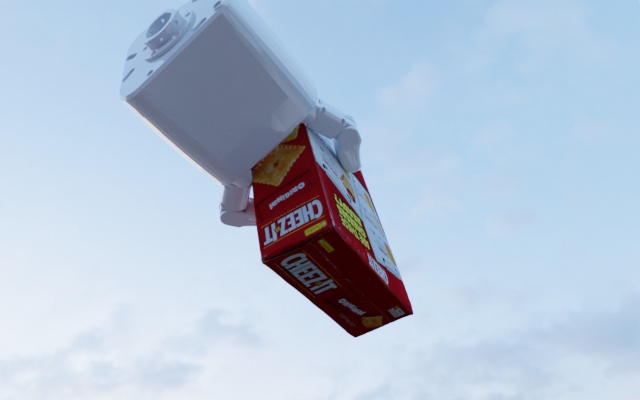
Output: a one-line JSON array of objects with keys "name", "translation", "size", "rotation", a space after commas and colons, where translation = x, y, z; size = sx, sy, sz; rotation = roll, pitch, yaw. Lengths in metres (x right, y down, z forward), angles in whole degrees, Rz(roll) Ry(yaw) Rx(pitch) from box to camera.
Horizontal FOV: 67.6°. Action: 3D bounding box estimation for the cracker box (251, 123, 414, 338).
[{"name": "cracker box", "translation": [0.000, 0.001, 0.463], "size": [0.072, 0.213, 0.164], "rotation": [-28, -45, 14]}]
